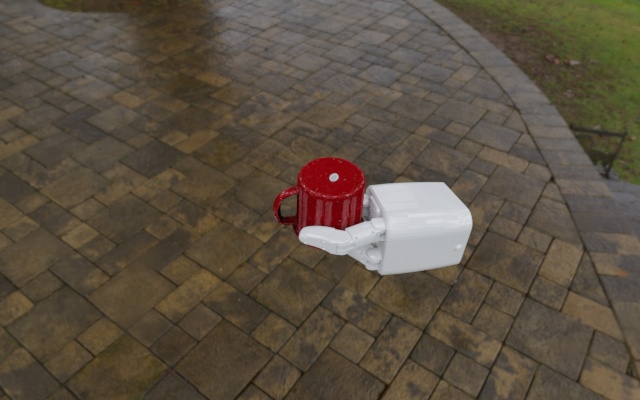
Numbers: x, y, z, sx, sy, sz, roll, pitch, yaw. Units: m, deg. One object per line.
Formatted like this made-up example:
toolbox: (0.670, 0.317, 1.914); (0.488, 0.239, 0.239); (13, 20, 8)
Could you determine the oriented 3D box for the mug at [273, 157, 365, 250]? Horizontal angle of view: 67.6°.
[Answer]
mug: (-0.001, 0.002, 0.586); (0.117, 0.082, 0.093); (-5, 42, -9)
